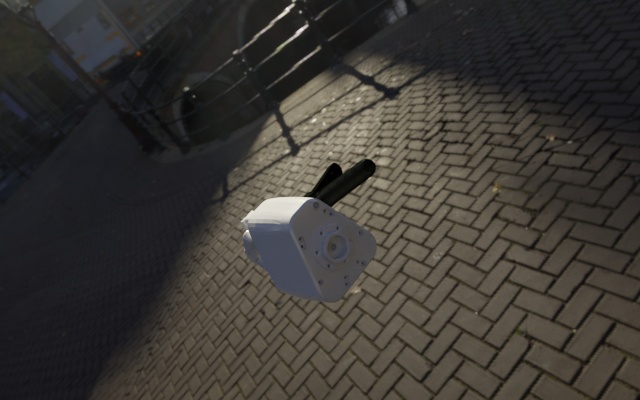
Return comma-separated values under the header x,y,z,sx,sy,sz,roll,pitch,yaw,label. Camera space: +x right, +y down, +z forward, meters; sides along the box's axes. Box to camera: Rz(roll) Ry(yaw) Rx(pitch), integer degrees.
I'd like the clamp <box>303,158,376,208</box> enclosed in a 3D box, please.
x,y,z,sx,sy,sz,roll,pitch,yaw,label
0.000,0.002,0.638,0.039,0.171,0.120,45,-23,-11,clamp
